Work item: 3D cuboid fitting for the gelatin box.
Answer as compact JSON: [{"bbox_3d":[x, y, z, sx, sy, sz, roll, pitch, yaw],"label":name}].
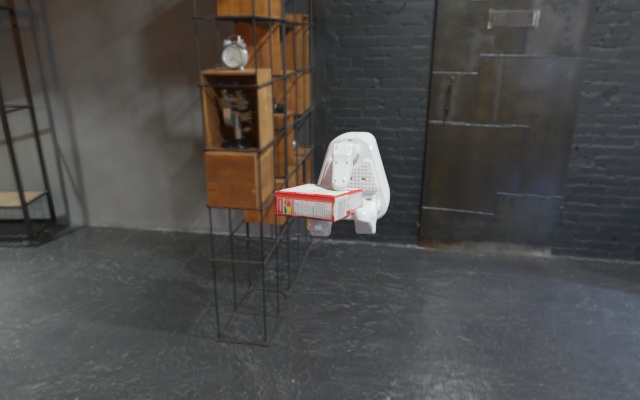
[{"bbox_3d":[0.000,0.001,0.546,0.073,0.030,0.089,6,9,24],"label":"gelatin box"}]
